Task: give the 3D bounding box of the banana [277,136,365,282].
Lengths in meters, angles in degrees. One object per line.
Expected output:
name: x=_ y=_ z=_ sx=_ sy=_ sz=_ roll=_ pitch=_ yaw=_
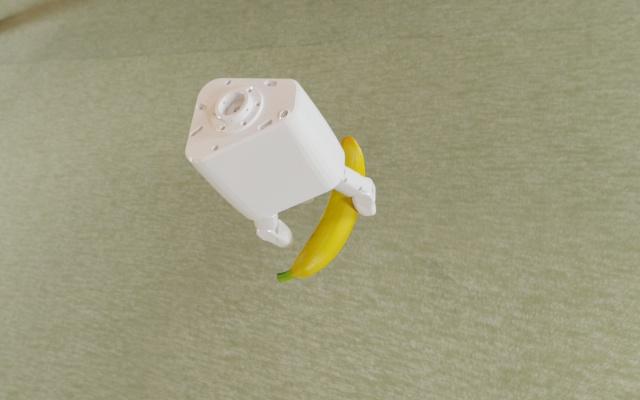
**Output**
banana: x=0.013 y=0.009 z=0.552 sx=0.069 sy=0.197 sz=0.037 roll=16 pitch=-19 yaw=35
